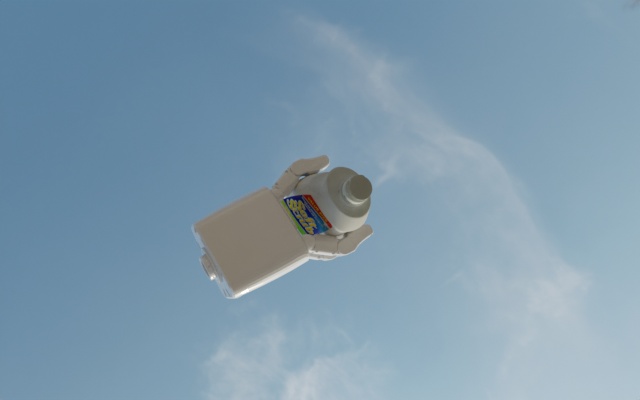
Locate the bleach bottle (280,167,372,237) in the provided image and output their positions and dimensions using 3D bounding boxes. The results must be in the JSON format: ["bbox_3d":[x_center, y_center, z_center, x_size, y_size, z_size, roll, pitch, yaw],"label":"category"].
[{"bbox_3d":[0.000,0.002,0.639,0.068,0.102,0.251,-26,-2,-22],"label":"bleach bottle"}]
